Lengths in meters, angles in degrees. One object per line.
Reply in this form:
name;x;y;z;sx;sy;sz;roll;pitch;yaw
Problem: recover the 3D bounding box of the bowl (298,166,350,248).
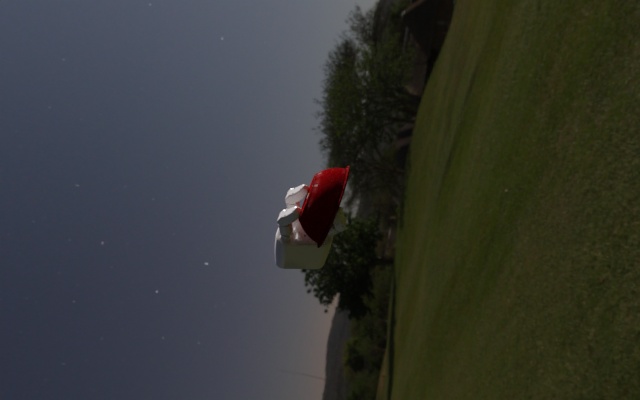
bowl;0.000;0.002;0.881;0.055;0.162;0.162;21;-2;-4
